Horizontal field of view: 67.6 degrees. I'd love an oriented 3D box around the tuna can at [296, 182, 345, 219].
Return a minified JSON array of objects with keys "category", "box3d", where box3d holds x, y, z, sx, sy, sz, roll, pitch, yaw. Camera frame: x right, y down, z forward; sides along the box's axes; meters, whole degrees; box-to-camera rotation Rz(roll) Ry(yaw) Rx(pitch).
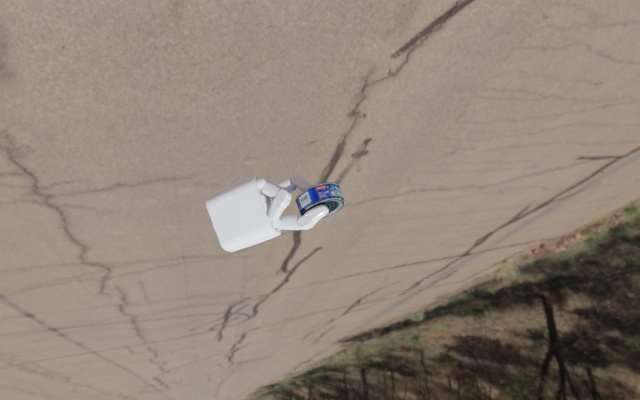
[{"category":"tuna can","box3d":[0.000,0.003,0.871,0.086,0.033,0.086,-16,-23,-7]}]
